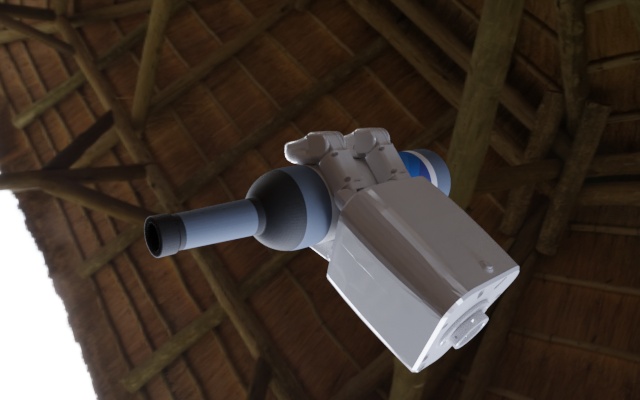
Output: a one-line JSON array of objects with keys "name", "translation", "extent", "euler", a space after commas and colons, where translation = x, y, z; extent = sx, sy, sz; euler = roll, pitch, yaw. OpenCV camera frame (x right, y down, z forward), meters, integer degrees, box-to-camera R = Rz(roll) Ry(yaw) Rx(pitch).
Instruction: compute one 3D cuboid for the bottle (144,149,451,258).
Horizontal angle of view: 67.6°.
[{"name": "bottle", "translation": [0.000, 0.001, 0.404], "extent": [0.295, 0.069, 0.069], "euler": [-12, 8, -41]}]
